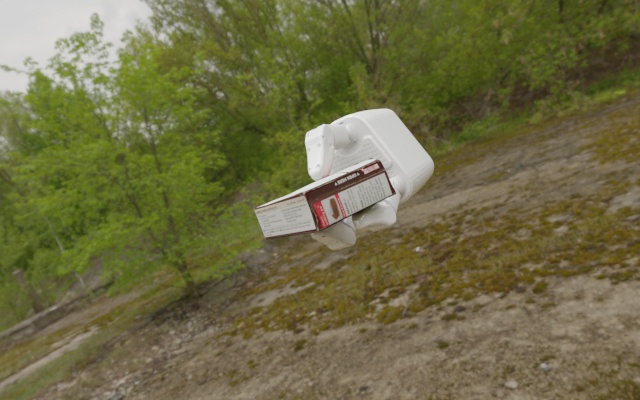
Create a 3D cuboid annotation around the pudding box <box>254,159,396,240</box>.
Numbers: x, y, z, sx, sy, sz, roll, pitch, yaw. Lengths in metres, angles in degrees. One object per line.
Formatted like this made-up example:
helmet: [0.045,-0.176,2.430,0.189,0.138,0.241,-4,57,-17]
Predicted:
pudding box: [0.000,0.001,0.450,0.090,0.039,0.113,-25,3,-30]
